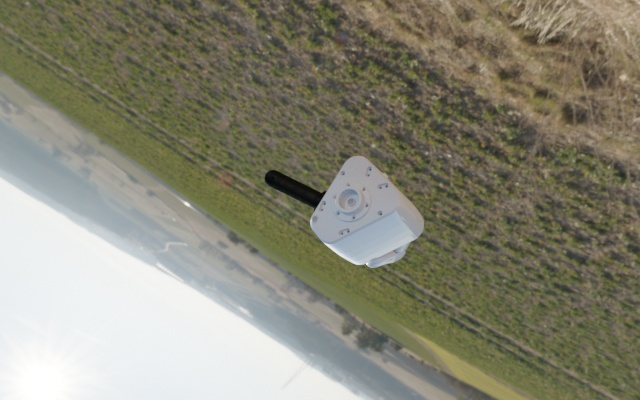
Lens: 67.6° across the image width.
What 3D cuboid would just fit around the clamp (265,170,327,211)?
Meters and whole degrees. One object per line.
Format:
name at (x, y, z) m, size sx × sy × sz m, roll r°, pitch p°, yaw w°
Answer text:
clamp at (0.000, 0.003, 0.695) m, size 0.171 × 0.039 × 0.120 m, roll 24°, pitch 5°, yaw 30°
